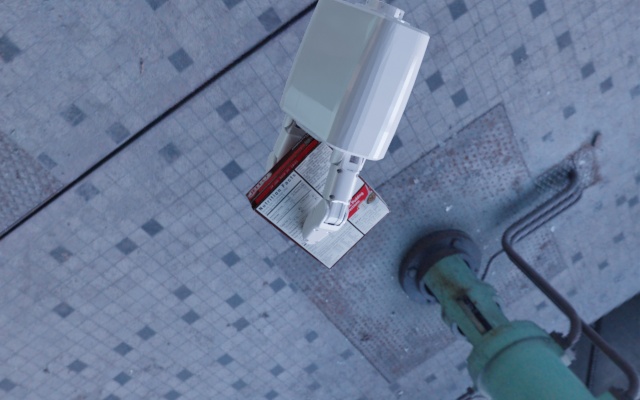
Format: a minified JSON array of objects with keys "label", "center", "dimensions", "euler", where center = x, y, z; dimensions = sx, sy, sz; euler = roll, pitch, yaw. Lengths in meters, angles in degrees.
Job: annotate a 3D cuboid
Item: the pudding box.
[{"label":"pudding box","center":[0.000,0.002,0.454],"dimensions":[0.113,0.090,0.039],"euler":[43,6,-30]}]
